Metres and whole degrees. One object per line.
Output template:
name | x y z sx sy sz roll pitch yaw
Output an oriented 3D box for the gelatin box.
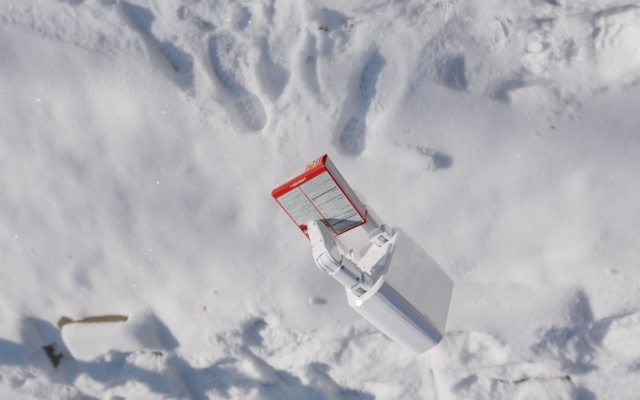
gelatin box | 0.000 0.002 0.541 0.073 0.089 0.030 -28 26 24
